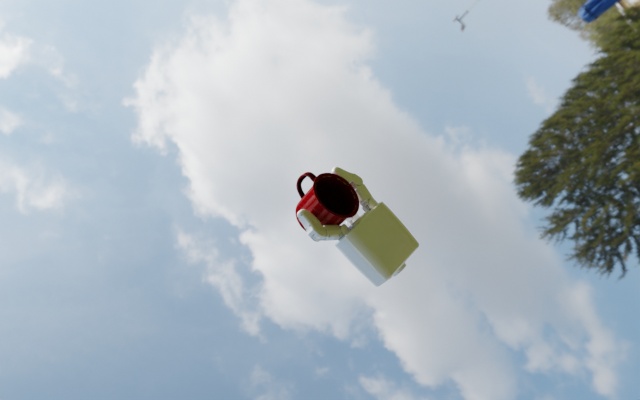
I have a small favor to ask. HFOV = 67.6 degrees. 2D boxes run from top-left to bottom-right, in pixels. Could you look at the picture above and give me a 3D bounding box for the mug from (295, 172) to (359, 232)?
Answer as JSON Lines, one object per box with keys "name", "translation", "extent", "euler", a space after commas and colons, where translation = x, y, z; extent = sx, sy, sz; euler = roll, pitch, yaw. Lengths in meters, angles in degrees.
{"name": "mug", "translation": [-0.001, 0.002, 0.842], "extent": [0.093, 0.117, 0.081], "euler": [-36, -8, -47]}
